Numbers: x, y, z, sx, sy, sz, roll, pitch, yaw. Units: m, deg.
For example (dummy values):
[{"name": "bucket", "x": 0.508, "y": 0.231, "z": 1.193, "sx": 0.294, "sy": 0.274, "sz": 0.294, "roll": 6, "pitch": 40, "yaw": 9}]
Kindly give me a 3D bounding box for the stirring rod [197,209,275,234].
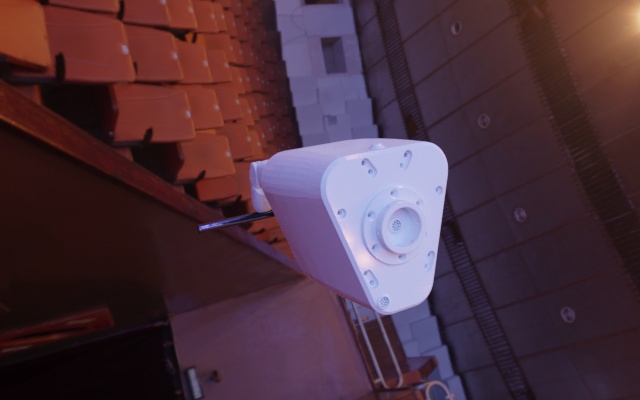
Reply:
[{"name": "stirring rod", "x": 0.000, "y": 0.002, "z": 0.470, "sx": 0.239, "sy": 0.011, "sz": 0.011, "roll": -12, "pitch": 5, "yaw": -23}]
